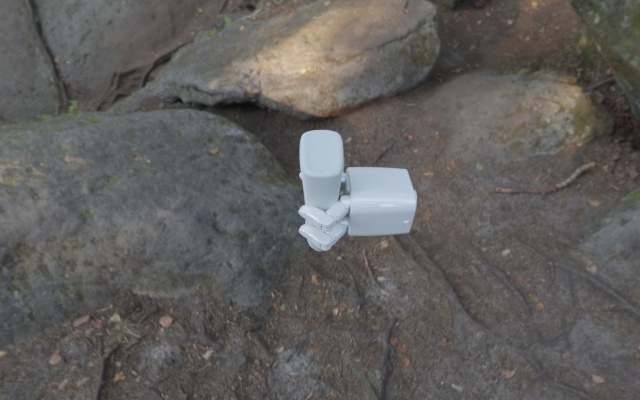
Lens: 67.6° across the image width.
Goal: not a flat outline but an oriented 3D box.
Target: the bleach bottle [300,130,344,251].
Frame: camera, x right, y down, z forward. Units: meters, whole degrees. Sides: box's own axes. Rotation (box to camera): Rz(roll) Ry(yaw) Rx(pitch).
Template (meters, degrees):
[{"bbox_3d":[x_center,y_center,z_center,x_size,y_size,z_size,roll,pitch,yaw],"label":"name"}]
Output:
[{"bbox_3d":[0.000,0.003,0.826,0.068,0.102,0.251,0,-37,-1],"label":"bleach bottle"}]
